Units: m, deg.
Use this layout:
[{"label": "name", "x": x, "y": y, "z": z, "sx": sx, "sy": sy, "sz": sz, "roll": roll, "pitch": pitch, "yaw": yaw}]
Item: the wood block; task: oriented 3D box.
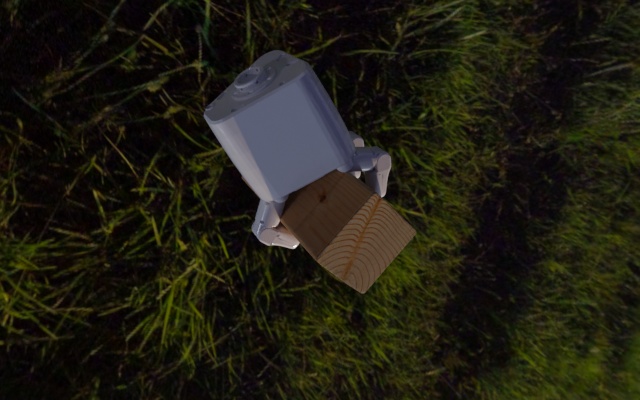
[{"label": "wood block", "x": 0.000, "y": 0.002, "z": 0.560, "sx": 0.090, "sy": 0.091, "sz": 0.206, "roll": 40, "pitch": 2, "yaw": -40}]
